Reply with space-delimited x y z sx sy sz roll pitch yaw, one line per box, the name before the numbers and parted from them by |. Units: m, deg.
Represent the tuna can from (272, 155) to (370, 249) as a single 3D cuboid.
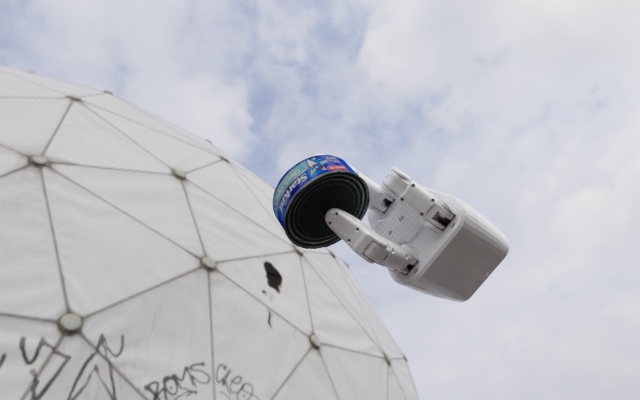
tuna can | 0.000 0.001 0.438 0.086 0.086 0.033 0 35 -32
